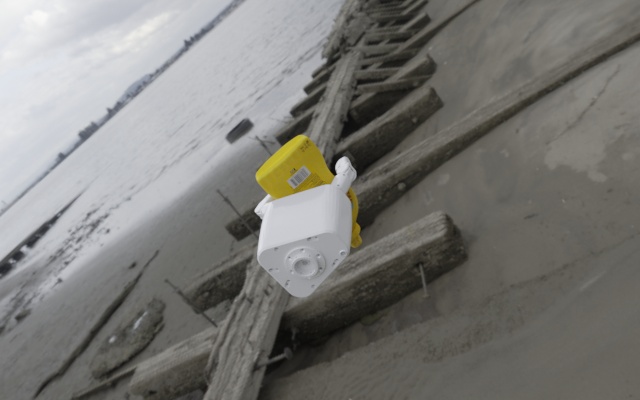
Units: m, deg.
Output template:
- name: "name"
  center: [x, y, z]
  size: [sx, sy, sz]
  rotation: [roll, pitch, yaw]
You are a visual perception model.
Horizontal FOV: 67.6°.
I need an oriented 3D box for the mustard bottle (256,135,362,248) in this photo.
- name: "mustard bottle"
  center: [0.000, 0.002, 0.709]
  size: [0.096, 0.192, 0.058]
  rotation: [-43, 23, -2]
